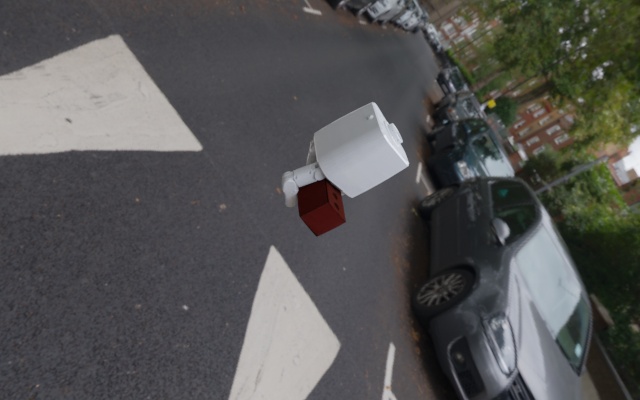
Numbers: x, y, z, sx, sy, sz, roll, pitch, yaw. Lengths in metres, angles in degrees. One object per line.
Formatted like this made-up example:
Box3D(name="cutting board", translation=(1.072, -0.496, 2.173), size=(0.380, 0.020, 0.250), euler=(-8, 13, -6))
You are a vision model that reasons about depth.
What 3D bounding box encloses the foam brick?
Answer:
Box3D(name="foam brick", translation=(0.000, 0.003, 0.715), size=(0.051, 0.078, 0.053), euler=(-25, -48, 16))
